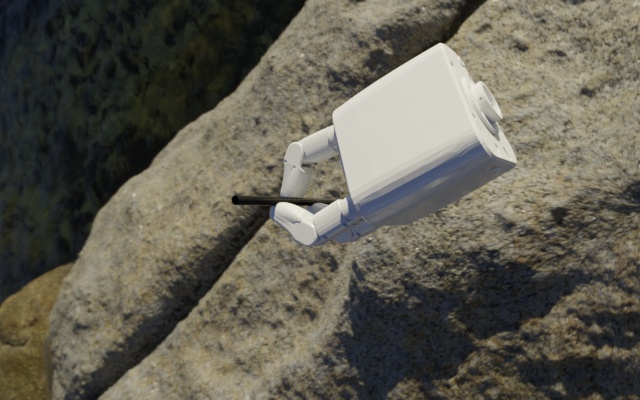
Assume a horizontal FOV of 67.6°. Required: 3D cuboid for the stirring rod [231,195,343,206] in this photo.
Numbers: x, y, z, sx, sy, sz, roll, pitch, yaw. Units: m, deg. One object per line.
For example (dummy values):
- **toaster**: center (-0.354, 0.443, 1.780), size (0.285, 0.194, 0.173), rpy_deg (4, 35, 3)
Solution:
- **stirring rod**: center (0.000, 0.001, 0.479), size (0.011, 0.011, 0.239), rpy_deg (0, -1, 35)
